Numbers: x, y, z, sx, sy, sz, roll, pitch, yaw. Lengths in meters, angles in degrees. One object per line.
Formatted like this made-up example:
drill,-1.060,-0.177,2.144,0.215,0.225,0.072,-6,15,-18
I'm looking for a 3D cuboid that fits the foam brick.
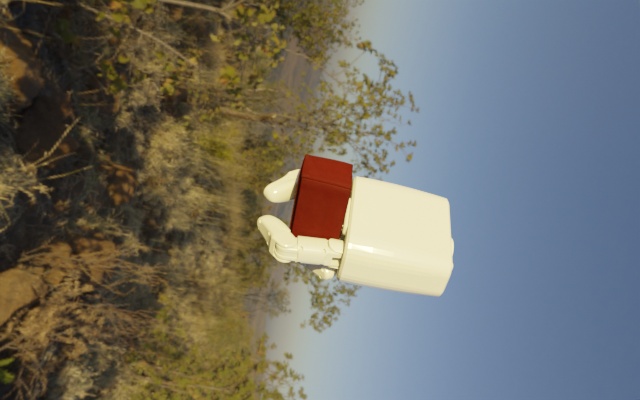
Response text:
foam brick,0.000,0.001,0.481,0.051,0.078,0.053,12,32,-1
